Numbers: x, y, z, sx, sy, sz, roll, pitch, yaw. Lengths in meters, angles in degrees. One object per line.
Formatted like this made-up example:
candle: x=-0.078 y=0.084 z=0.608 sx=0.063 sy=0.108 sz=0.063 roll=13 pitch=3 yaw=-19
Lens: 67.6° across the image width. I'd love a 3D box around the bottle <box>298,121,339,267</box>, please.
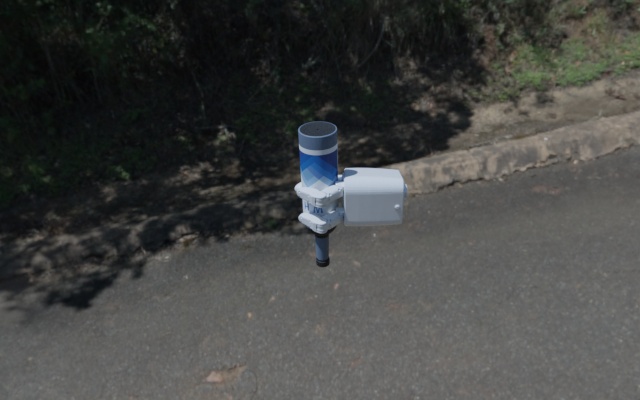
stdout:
bottle: x=0.000 y=0.003 z=0.889 sx=0.069 sy=0.296 sz=0.069 roll=-2 pitch=32 yaw=1
